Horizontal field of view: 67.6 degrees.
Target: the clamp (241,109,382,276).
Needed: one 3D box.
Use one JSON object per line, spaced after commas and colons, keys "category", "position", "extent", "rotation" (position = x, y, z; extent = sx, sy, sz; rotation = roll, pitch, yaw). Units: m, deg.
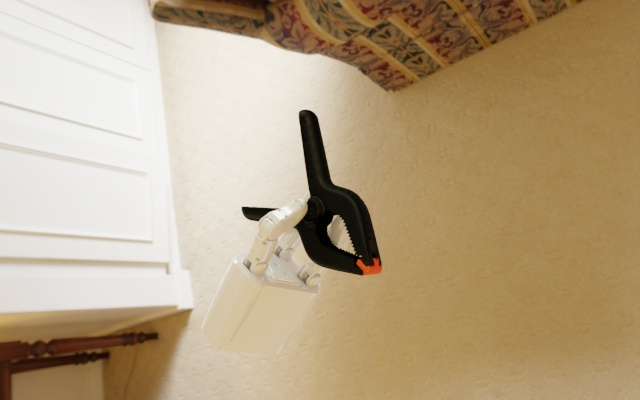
{"category": "clamp", "position": [0.000, 0.002, 0.554], "extent": [0.210, 0.164, 0.036], "rotation": [40, 21, 34]}
